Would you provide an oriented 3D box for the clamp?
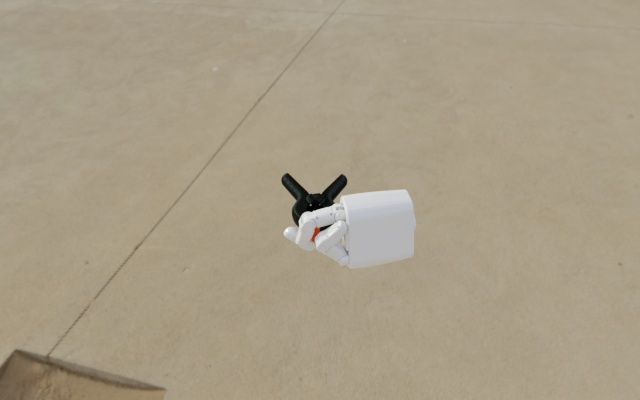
[{"bbox_3d":[0.000,0.002,0.826,0.120,0.039,0.171,-9,41,-6],"label":"clamp"}]
